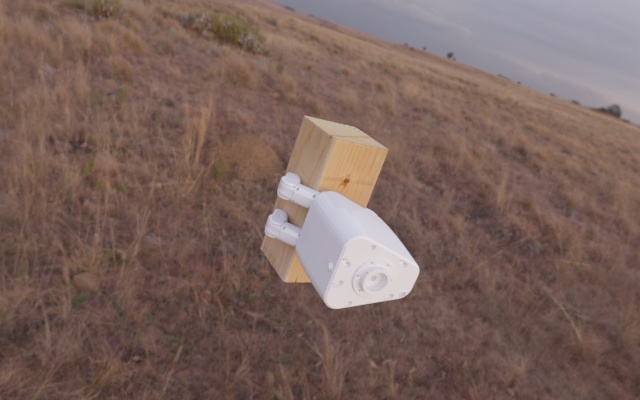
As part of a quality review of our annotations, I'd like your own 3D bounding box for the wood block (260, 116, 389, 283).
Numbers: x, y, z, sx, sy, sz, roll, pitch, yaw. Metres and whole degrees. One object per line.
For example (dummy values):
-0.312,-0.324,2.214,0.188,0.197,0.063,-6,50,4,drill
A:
0.001,0.002,0.657,0.091,0.206,0.090,7,24,-34,wood block
